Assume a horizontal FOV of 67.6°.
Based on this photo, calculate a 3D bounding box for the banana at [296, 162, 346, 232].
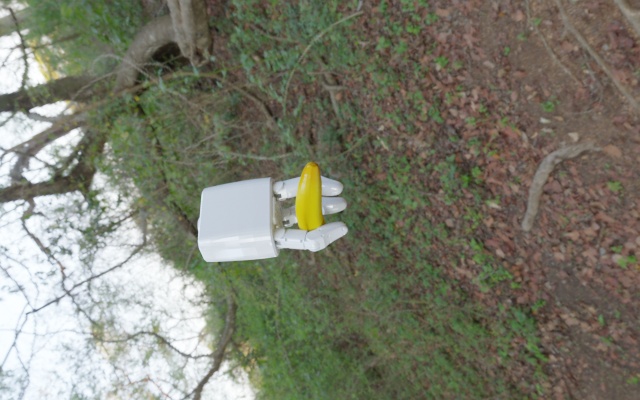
[{"bbox_3d":[-0.006,0.020,0.678,0.037,0.069,0.198,16,-21,20],"label":"banana"}]
